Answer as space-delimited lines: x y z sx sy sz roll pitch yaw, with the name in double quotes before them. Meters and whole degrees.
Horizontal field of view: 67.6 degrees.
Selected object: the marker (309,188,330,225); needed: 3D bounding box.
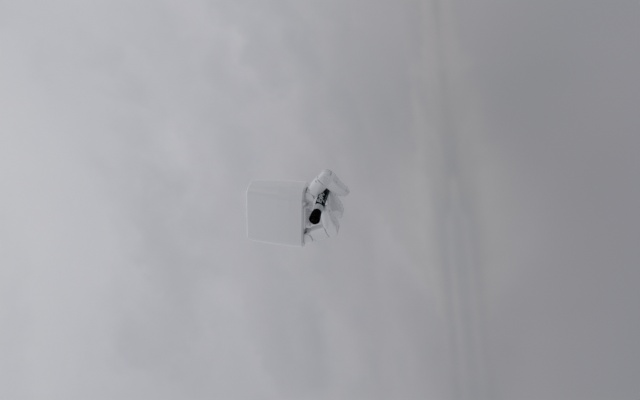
"marker" 0.000 0.003 0.821 0.020 0.020 0.121 0 32 13
